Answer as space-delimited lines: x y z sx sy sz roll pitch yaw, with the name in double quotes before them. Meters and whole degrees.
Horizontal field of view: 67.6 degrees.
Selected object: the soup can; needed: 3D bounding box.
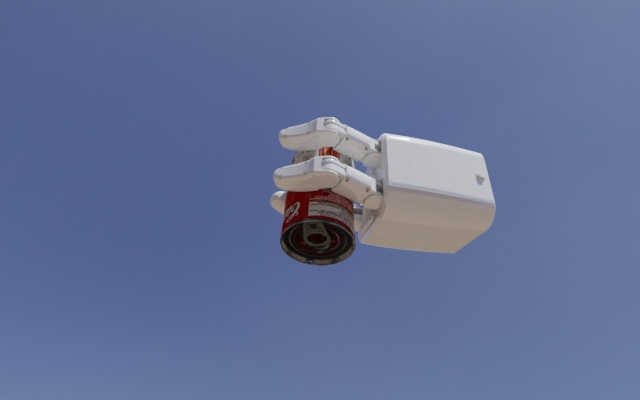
"soup can" 0.000 0.001 0.461 0.068 0.102 0.069 2 -41 2
